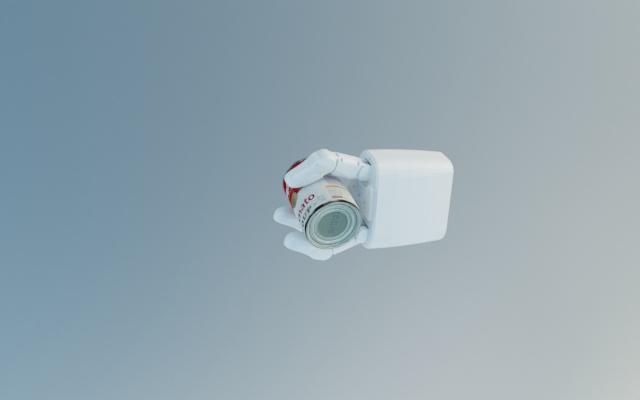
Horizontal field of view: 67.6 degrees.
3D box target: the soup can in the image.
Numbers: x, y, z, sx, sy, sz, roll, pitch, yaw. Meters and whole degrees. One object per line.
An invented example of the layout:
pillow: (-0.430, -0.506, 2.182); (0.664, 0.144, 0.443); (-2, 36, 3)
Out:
soup can: (0.000, 0.002, 0.563); (0.068, 0.068, 0.102); (0, 33, -21)
